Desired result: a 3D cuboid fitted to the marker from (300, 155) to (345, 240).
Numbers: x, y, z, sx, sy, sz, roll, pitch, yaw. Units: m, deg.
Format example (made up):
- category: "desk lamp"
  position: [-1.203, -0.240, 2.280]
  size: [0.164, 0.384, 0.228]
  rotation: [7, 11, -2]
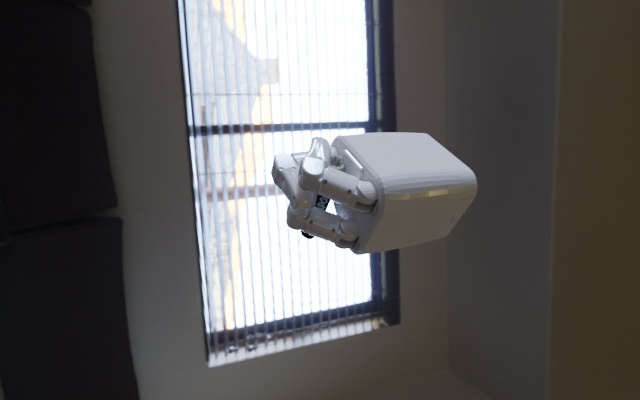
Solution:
- category: "marker"
  position: [0.000, 0.002, 0.488]
  size: [0.020, 0.020, 0.121]
  rotation: [0, -38, -18]
